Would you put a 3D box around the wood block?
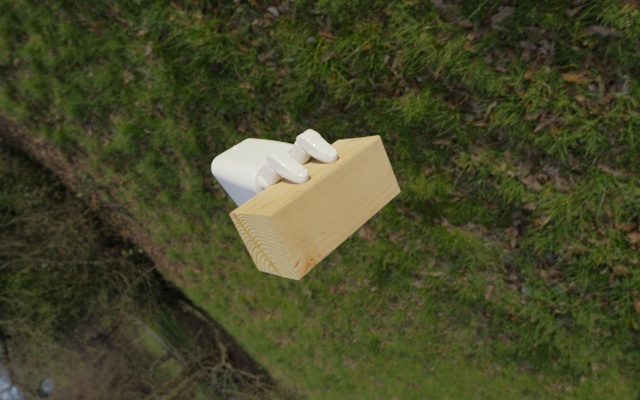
[{"bbox_3d":[0.000,0.002,0.625,0.206,0.091,0.090,-37,24,-33],"label":"wood block"}]
